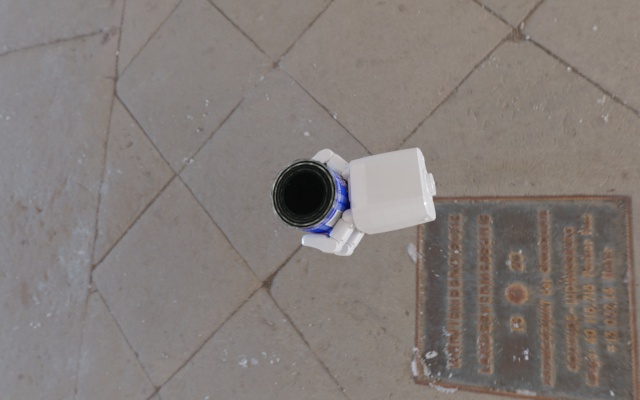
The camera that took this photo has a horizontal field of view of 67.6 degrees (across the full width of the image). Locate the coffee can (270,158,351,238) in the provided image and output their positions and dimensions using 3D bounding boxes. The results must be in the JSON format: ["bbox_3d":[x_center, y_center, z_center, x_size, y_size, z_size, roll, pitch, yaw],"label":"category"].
[{"bbox_3d":[0.000,0.002,0.735,0.103,0.103,0.140,0,-10,22],"label":"coffee can"}]
